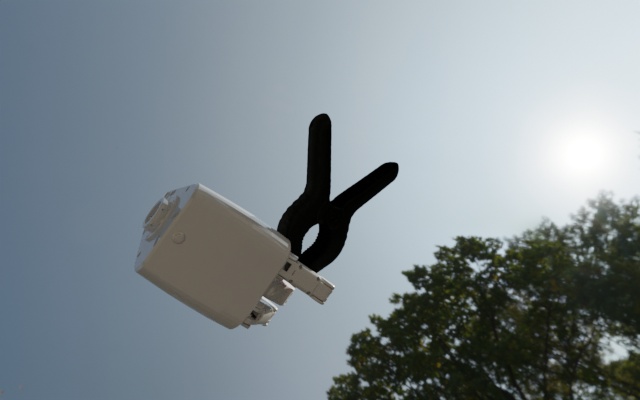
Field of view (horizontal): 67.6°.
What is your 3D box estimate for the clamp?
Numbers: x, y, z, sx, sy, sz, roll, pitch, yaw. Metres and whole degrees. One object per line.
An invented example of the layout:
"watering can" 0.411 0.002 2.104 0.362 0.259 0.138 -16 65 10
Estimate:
"clamp" 0.000 0.002 0.483 0.120 0.171 0.039 38 -9 -28
